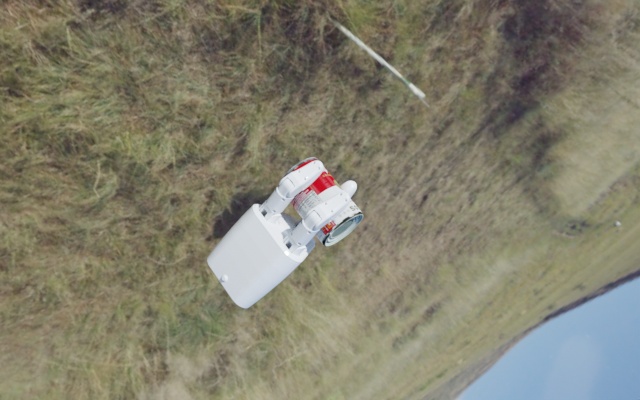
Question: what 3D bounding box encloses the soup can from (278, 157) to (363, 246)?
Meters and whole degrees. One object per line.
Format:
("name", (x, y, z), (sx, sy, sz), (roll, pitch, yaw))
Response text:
("soup can", (0.001, 0.002, 0.637), (0.068, 0.102, 0.068), (-35, -18, -13))
